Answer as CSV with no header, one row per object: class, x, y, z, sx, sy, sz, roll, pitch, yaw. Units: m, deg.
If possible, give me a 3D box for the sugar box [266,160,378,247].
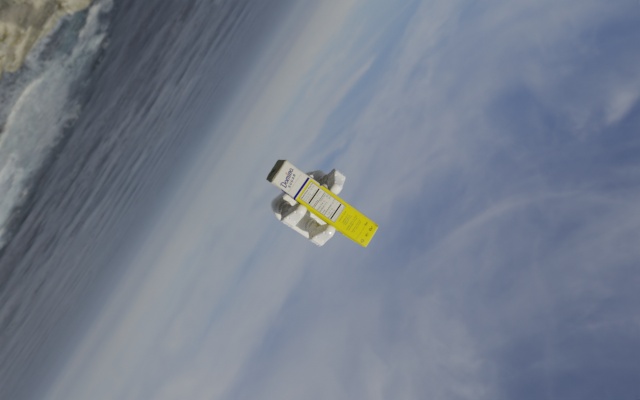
sugar box,0.000,0.003,0.743,0.176,0.048,0.093,33,-2,-12
